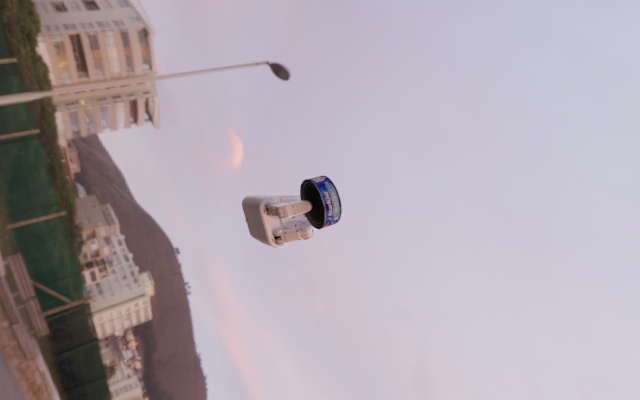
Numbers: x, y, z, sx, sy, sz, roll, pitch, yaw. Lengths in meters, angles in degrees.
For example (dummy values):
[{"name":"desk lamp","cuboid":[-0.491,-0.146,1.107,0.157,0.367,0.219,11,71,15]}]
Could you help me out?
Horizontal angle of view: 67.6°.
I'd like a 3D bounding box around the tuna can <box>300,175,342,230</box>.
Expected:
[{"name":"tuna can","cuboid":[0.001,0.002,0.791,0.034,0.086,0.086,-16,7,-25]}]
